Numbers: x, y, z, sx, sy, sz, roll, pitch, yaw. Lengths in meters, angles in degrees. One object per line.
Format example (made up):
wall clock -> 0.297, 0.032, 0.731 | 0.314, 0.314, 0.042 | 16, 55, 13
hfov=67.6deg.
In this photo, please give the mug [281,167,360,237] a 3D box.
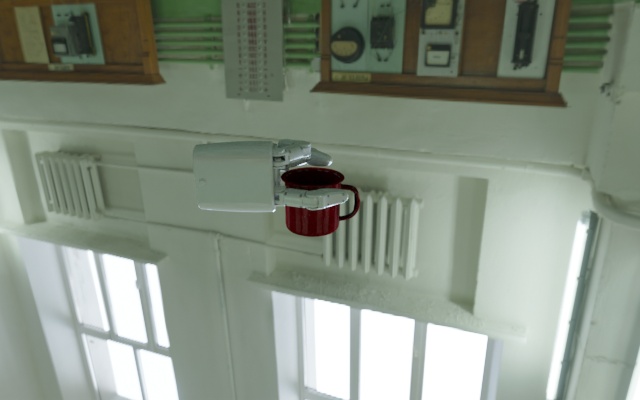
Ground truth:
mug -> 0.002, 0.003, 0.710 | 0.117, 0.081, 0.093 | 1, 21, 0
